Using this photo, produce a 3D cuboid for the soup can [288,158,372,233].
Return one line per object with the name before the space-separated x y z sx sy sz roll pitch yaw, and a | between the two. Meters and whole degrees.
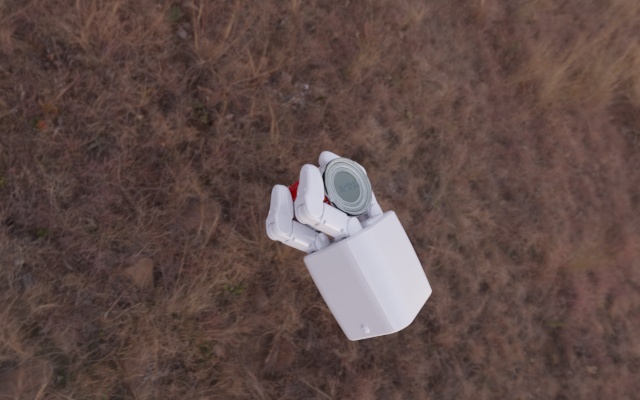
soup can | 0.000 0.001 0.535 0.068 0.068 0.102 0 -20 -39
